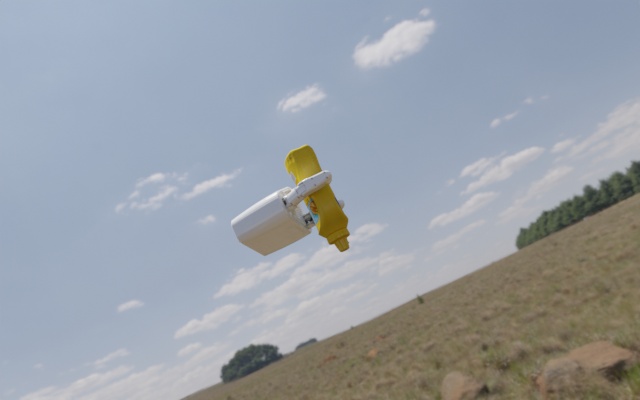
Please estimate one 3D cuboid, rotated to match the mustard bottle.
[{"bbox_3d":[0.000,0.002,0.840,0.058,0.191,0.096,-23,-16,-12],"label":"mustard bottle"}]
